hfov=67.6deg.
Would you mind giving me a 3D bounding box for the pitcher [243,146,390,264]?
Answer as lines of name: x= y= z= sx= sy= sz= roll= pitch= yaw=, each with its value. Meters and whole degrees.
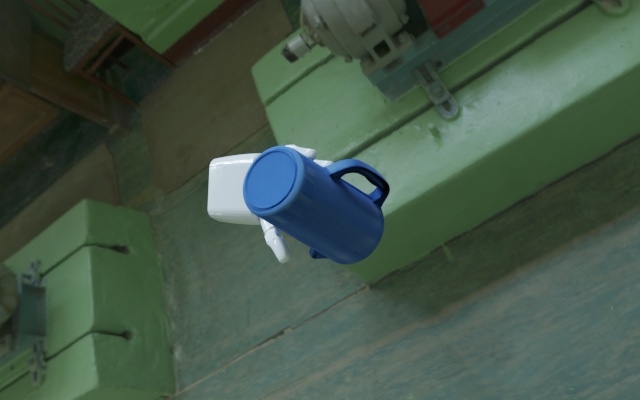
pitcher: x=0.000 y=0.003 z=0.752 sx=0.145 sy=0.149 sz=0.243 roll=2 pitch=-18 yaw=34
